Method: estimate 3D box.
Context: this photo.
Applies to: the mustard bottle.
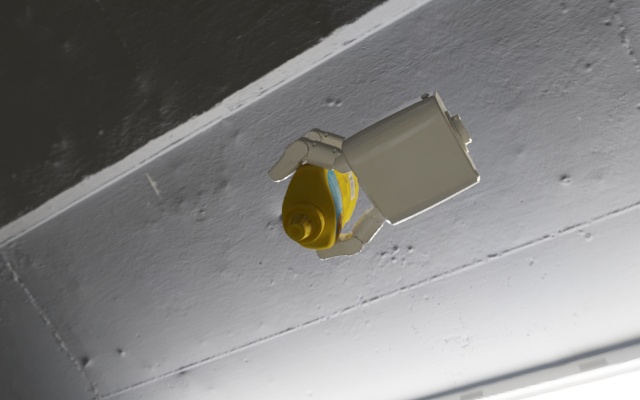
[{"bbox_3d":[0.000,0.002,0.540,0.058,0.096,0.191,-2,17,15],"label":"mustard bottle"}]
